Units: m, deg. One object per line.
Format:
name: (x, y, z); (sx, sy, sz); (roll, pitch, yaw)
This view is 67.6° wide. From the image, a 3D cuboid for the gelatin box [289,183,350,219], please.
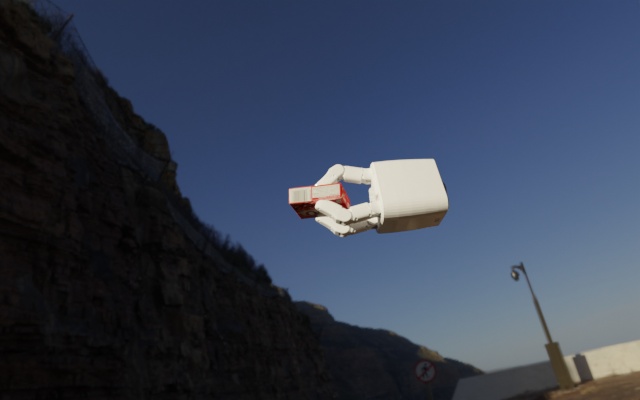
gelatin box: (0.000, 0.002, 0.783); (0.089, 0.030, 0.073); (-6, -23, 12)
